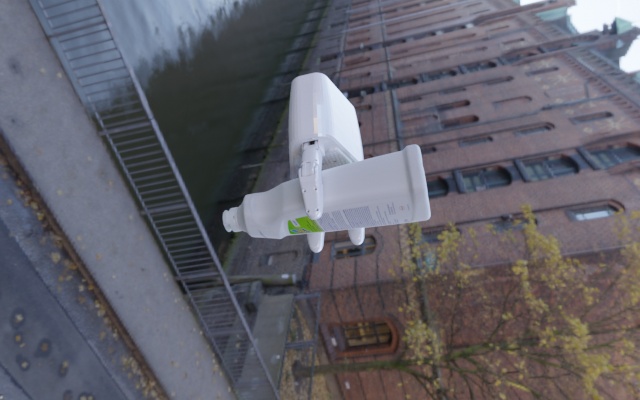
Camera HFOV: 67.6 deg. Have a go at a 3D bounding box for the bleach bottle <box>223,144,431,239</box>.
[{"bbox_3d":[0.000,0.002,0.575,0.251,0.068,0.103,-10,-29,12],"label":"bleach bottle"}]
